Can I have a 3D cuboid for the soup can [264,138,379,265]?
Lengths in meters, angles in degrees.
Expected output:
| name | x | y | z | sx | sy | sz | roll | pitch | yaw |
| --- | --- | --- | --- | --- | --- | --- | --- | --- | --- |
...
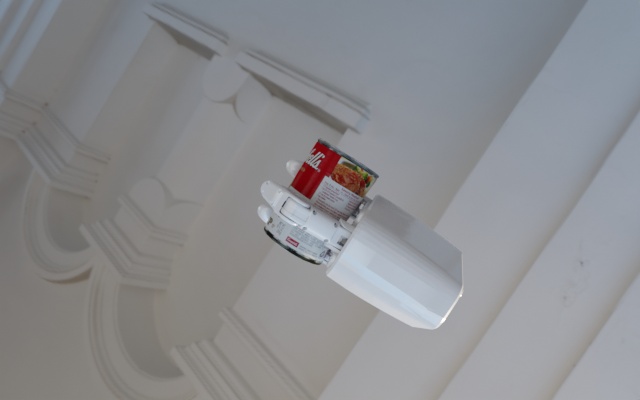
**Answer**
| name | x | y | z | sx | sy | sz | roll | pitch | yaw |
| --- | --- | --- | --- | --- | --- | --- | --- | --- | --- |
| soup can | -0.001 | 0.001 | 0.456 | 0.068 | 0.102 | 0.068 | 32 | 5 | -3 |
